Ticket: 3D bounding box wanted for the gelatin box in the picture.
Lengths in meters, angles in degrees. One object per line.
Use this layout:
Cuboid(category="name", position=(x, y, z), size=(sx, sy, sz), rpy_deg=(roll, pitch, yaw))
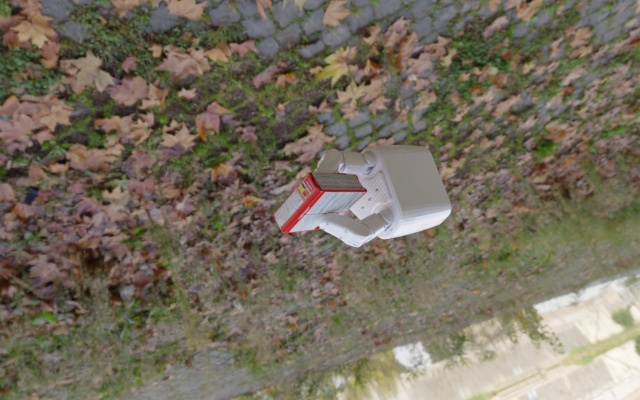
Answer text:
Cuboid(category="gelatin box", position=(0.000, 0.002, 0.545), size=(0.089, 0.030, 0.073), rpy_deg=(-3, -37, -51))
